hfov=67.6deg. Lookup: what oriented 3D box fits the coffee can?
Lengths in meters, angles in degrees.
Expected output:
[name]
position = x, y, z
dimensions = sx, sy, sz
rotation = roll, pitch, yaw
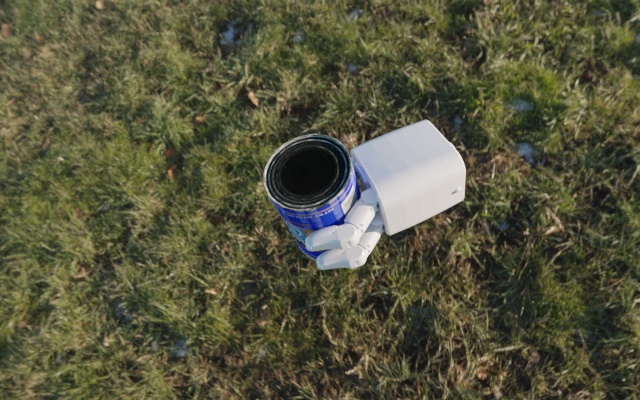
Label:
[coffee can]
position = 0.000, 0.002, 0.586
dimensions = 0.103, 0.102, 0.140
rotation = 0, -30, 15
